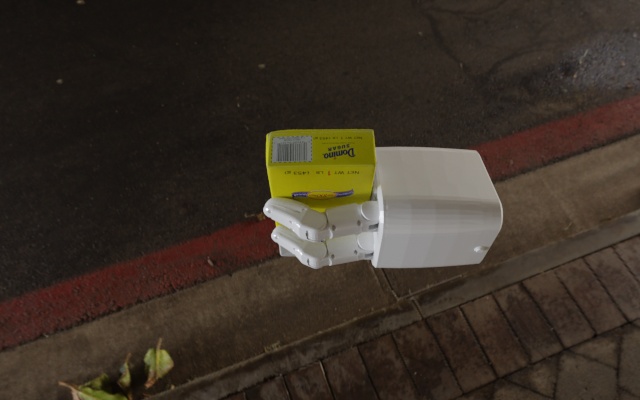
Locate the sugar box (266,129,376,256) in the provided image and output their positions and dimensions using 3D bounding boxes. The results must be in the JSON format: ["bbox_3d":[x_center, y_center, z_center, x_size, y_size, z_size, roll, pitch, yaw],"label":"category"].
[{"bbox_3d":[0.000,0.002,0.472,0.093,0.048,0.176,0,-34,0],"label":"sugar box"}]
